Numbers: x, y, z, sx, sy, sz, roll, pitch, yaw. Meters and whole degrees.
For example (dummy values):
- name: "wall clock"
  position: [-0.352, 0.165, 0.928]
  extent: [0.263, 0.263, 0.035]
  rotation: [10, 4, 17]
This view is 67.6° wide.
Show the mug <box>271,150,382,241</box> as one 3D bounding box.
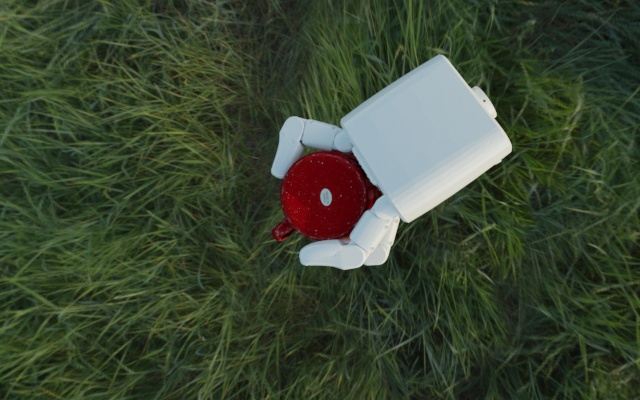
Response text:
- name: "mug"
  position: [-0.001, 0.002, 0.463]
  extent: [0.117, 0.093, 0.081]
  rotation: [-34, -5, 11]
